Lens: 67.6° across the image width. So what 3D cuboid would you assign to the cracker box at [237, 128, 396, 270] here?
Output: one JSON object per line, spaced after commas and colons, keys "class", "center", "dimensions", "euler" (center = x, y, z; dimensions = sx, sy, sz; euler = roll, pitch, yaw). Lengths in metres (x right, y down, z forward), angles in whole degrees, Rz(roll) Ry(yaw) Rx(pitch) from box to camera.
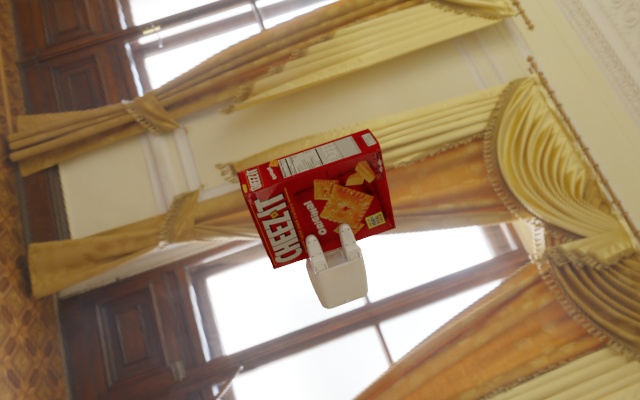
{"class": "cracker box", "center": [0.000, 0.002, 0.746], "dimensions": [0.213, 0.164, 0.072], "euler": [-19, 38, -4]}
